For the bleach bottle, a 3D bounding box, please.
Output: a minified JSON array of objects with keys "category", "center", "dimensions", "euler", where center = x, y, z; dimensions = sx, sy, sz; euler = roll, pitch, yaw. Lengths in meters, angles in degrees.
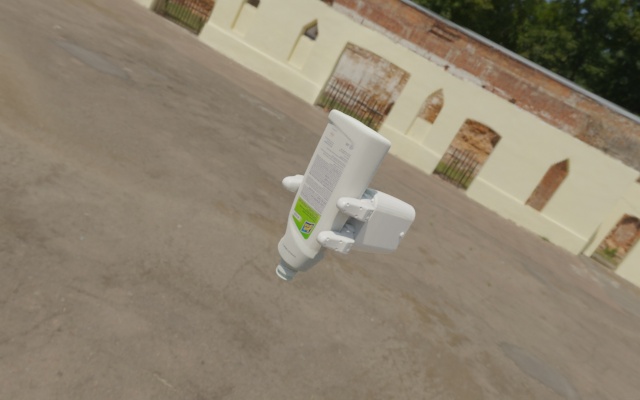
[{"category":"bleach bottle","center":[0.000,0.002,0.695],"dimensions":[0.068,0.251,0.102],"euler":[16,19,-42]}]
